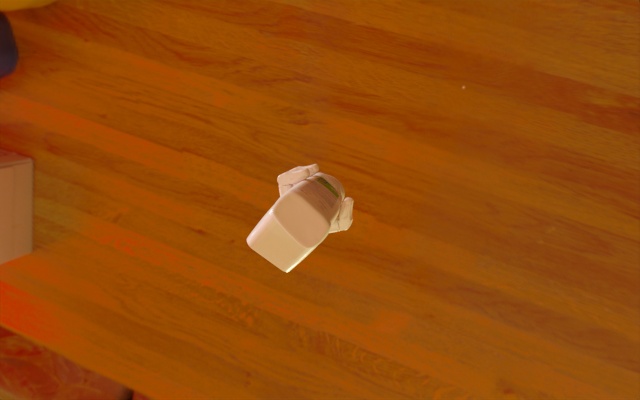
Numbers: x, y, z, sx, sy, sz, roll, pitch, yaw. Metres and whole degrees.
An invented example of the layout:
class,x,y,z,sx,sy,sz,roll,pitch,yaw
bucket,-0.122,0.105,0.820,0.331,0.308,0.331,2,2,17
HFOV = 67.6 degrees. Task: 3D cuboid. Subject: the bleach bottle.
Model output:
class,x,y,z,sx,sy,sz,roll,pitch,yaw
bleach bottle,0.000,0.003,0.883,0.068,0.102,0.250,-47,-3,21
